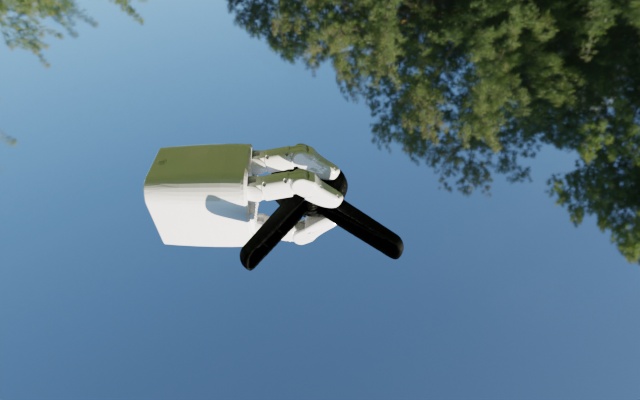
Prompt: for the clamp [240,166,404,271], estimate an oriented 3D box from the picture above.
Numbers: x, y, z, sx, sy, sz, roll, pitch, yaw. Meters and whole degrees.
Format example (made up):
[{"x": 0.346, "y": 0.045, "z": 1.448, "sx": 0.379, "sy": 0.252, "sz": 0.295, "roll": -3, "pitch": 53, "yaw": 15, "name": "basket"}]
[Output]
[{"x": 0.000, "y": 0.002, "z": 0.546, "sx": 0.164, "sy": 0.036, "sz": 0.209, "roll": 2, "pitch": 36, "yaw": -4, "name": "clamp"}]
